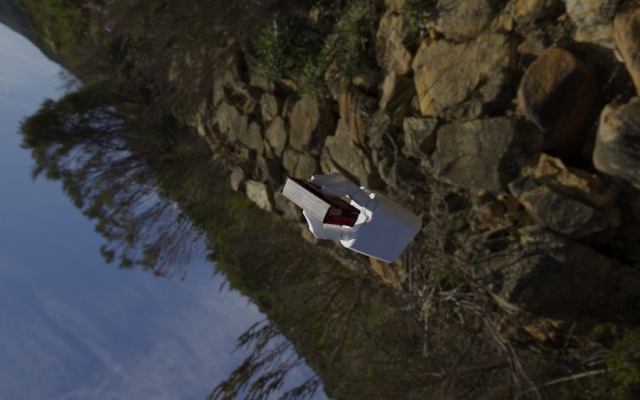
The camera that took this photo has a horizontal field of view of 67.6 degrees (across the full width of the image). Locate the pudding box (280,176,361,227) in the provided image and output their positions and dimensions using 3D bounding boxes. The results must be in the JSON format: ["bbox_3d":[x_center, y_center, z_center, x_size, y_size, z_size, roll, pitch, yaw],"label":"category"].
[{"bbox_3d":[0.000,0.003,0.814,0.113,0.039,0.090,31,10,36],"label":"pudding box"}]
